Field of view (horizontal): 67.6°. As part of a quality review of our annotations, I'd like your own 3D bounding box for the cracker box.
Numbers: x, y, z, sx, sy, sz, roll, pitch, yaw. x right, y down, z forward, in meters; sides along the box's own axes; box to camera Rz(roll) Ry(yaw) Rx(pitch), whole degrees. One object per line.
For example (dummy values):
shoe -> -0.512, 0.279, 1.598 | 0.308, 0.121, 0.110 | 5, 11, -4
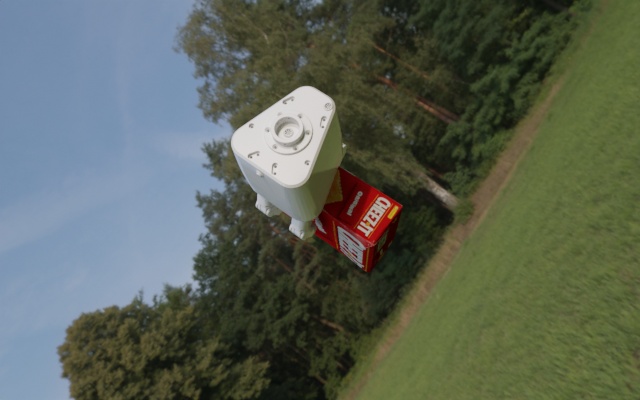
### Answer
cracker box -> 0.000, 0.002, 0.664 | 0.213, 0.072, 0.164 | 34, -14, 15
